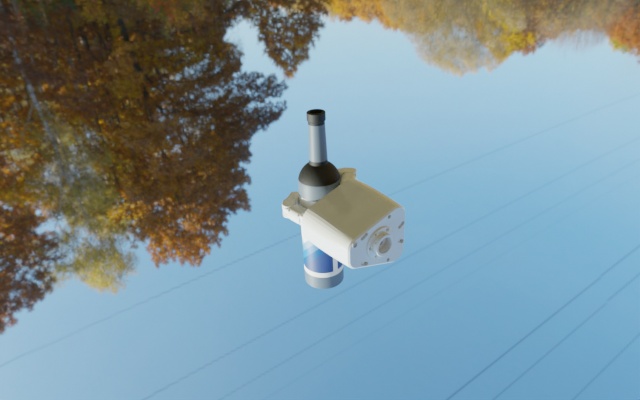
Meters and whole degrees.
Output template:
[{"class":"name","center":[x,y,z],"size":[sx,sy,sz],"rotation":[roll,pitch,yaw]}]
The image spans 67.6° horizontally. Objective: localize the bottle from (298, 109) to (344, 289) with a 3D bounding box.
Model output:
[{"class":"bottle","center":[0.000,0.003,0.751],"size":[0.069,0.296,0.069],"rotation":[-2,28,1]}]
